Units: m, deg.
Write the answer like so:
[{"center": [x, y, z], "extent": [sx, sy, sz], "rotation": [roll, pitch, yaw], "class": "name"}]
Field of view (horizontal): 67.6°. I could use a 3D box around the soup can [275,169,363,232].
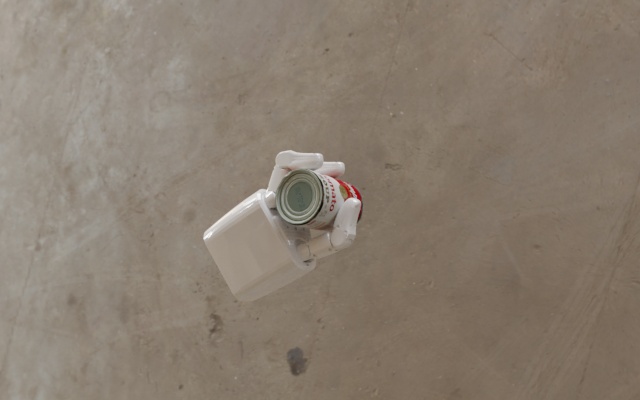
[{"center": [0.000, 0.002, 0.584], "extent": [0.068, 0.068, 0.102], "rotation": [0, -8, 31], "class": "soup can"}]
